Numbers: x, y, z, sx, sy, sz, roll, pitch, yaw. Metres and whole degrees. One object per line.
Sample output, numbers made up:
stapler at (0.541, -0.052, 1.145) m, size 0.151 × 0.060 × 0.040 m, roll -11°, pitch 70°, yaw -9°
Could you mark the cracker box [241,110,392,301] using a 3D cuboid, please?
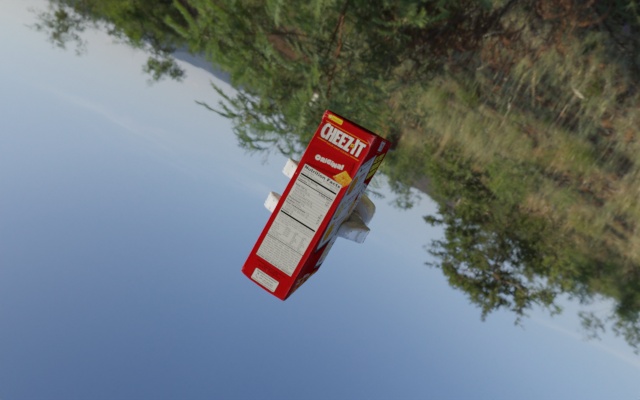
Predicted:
cracker box at (0.000, 0.002, 0.599) m, size 0.072 × 0.214 × 0.164 m, roll 31°, pitch 10°, yaw 10°
